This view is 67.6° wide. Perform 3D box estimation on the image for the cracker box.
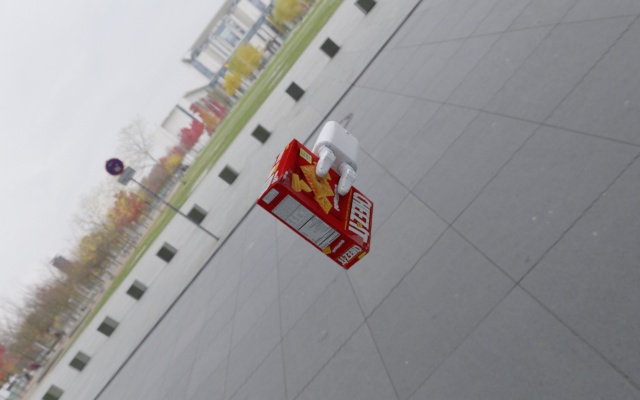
[{"bbox_3d":[0.000,0.003,0.895,0.072,0.214,0.164,-43,18,31],"label":"cracker box"}]
